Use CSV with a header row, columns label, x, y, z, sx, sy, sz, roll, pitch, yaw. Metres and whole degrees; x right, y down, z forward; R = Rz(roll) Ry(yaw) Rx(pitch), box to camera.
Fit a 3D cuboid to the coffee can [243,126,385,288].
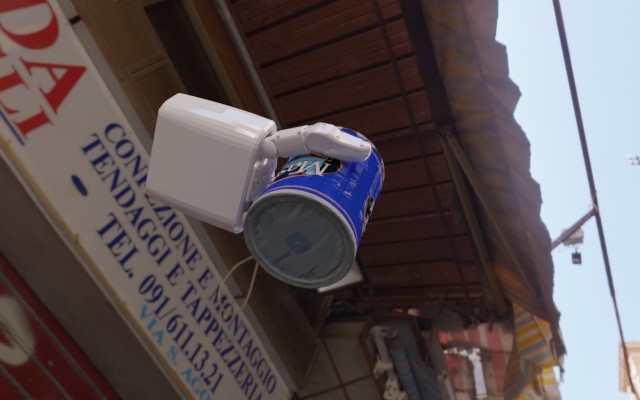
label,x,y,z,sx,sy,sz,roll,pitch,yaw
coffee can,0.000,0.002,0.470,0.103,0.103,0.140,0,31,20
